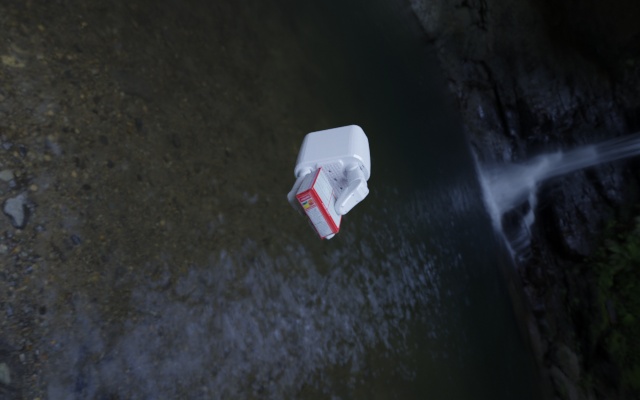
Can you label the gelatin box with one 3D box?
[{"bbox_3d":[0.000,0.002,0.678,0.030,0.073,0.089,-25,18,17],"label":"gelatin box"}]
